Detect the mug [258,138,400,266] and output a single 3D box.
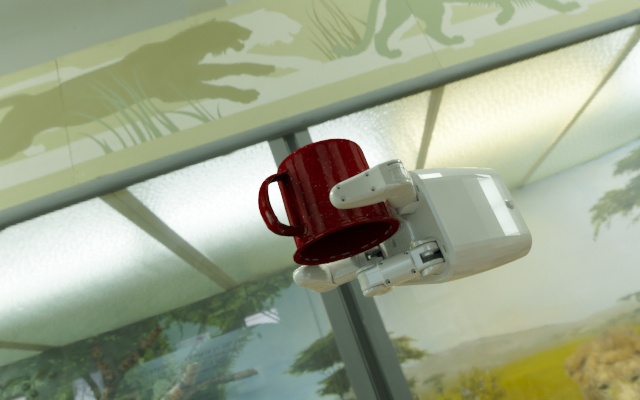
[{"bbox_3d":[-0.001,0.001,0.403,0.117,0.081,0.093,-4,-26,-34],"label":"mug"}]
